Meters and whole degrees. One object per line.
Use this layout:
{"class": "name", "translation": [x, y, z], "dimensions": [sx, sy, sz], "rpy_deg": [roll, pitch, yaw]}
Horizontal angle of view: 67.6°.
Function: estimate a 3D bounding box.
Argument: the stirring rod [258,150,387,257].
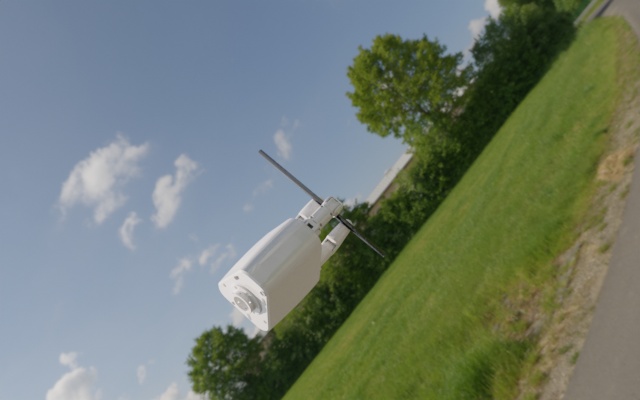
{"class": "stirring rod", "translation": [0.000, 0.002, 0.696], "dimensions": [0.239, 0.011, 0.011], "rpy_deg": [40, 7, 9]}
